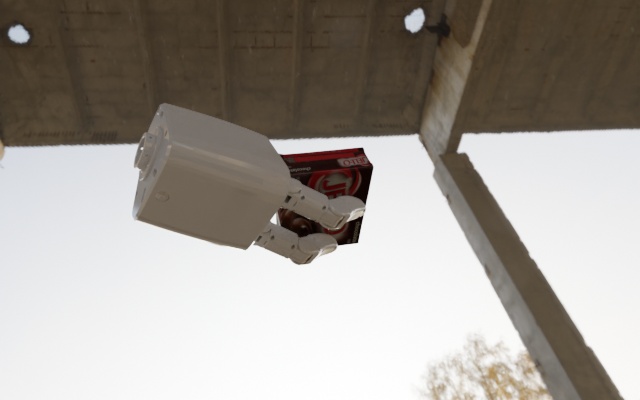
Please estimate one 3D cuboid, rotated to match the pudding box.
[{"bbox_3d":[0.000,0.001,0.490,0.090,0.114,0.039,-6,46,-13],"label":"pudding box"}]
